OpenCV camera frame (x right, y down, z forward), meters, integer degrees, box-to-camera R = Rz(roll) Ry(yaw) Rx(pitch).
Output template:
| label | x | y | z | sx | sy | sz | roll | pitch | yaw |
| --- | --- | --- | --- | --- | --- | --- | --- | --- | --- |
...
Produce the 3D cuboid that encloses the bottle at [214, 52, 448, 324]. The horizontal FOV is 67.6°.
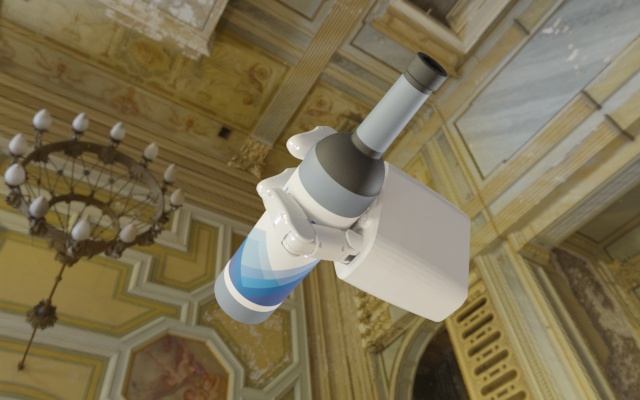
| label | x | y | z | sx | sy | sz | roll | pitch | yaw |
| --- | --- | --- | --- | --- | --- | --- | --- | --- | --- |
| bottle | 0.000 | 0.001 | 0.411 | 0.069 | 0.069 | 0.296 | 0 | -41 | -45 |
